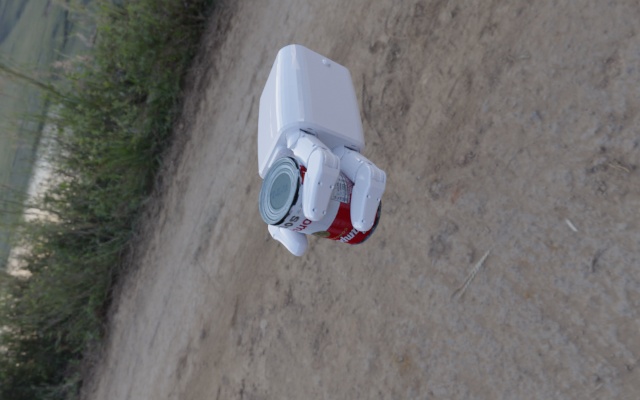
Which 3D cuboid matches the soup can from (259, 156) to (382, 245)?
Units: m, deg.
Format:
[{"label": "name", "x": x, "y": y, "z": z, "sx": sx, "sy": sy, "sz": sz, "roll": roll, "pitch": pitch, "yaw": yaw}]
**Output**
[{"label": "soup can", "x": 0.000, "y": 0.002, "z": 0.467, "sx": 0.102, "sy": 0.068, "sz": 0.068, "roll": 16, "pitch": -9, "yaw": -35}]
